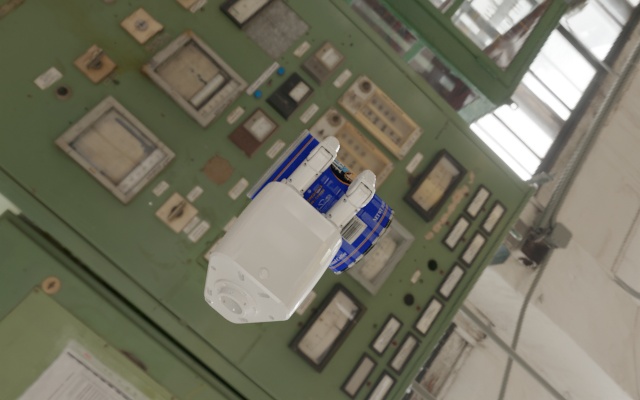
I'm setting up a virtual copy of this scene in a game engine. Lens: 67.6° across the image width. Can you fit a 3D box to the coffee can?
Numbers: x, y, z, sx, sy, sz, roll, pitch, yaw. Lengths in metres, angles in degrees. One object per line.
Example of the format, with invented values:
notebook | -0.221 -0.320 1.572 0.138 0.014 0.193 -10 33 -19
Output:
coffee can | 0.000 0.002 0.556 0.140 0.103 0.103 42 -5 -6
